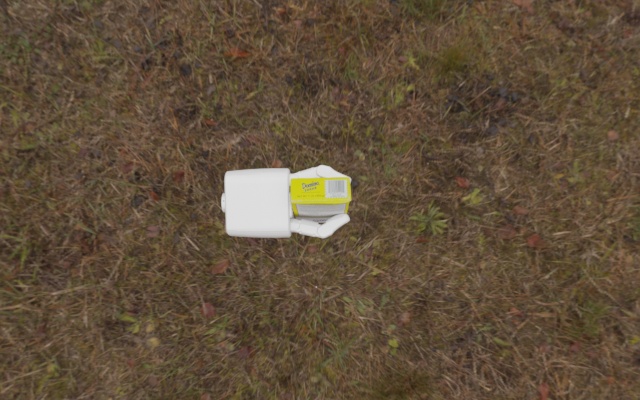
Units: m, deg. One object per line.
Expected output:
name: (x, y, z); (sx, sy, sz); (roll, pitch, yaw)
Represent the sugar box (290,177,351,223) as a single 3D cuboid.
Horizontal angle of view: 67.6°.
sugar box: (0.000, 0.002, 0.806); (0.093, 0.048, 0.176); (0, -10, -1)
